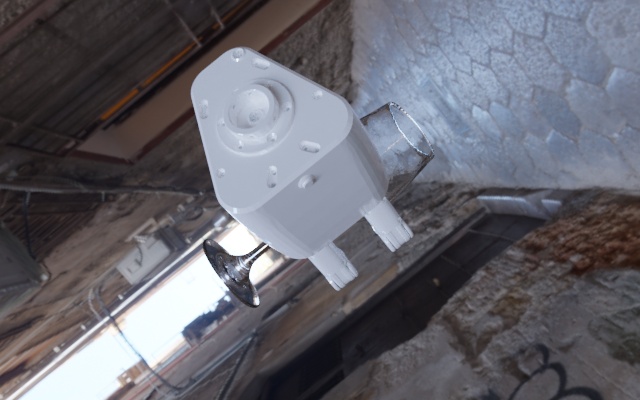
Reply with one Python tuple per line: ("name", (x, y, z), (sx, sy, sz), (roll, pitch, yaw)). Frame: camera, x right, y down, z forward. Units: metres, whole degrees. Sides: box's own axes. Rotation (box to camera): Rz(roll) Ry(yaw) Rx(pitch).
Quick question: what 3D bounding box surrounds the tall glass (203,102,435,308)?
("tall glass", (0.000, 0.002, 0.412), (0.201, 0.079, 0.079), (-38, -1, 1))
